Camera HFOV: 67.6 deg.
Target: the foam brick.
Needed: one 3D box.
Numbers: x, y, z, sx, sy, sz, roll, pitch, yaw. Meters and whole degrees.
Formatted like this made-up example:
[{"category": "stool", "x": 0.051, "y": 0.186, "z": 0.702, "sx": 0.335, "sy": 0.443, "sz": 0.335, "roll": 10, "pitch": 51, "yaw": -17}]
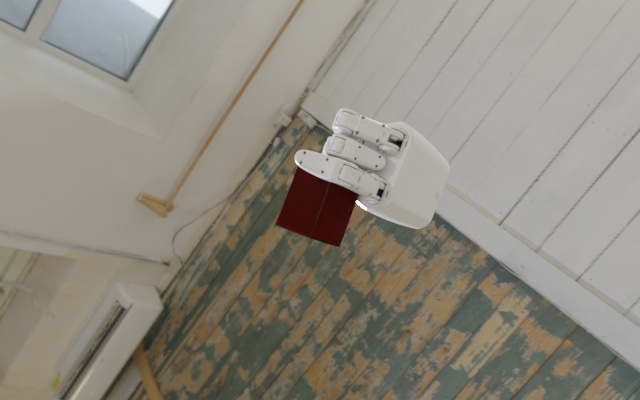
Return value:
[{"category": "foam brick", "x": 0.000, "y": 0.002, "z": 0.493, "sx": 0.053, "sy": 0.078, "sz": 0.051, "roll": 20, "pitch": -2, "yaw": 40}]
